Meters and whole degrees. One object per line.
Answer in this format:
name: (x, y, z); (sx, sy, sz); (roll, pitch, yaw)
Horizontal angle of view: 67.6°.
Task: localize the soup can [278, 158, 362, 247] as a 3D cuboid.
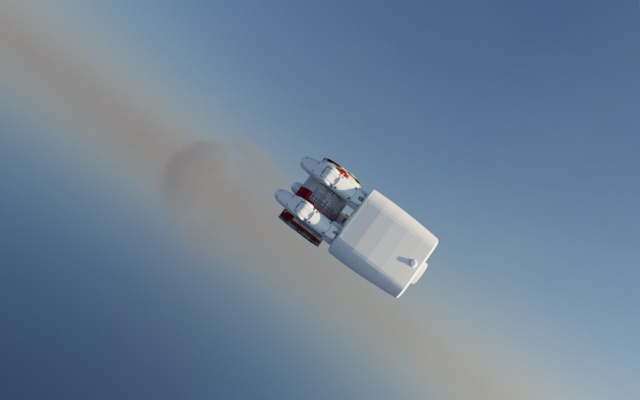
soup can: (0.000, 0.002, 0.647); (0.068, 0.102, 0.068); (36, -7, 5)
